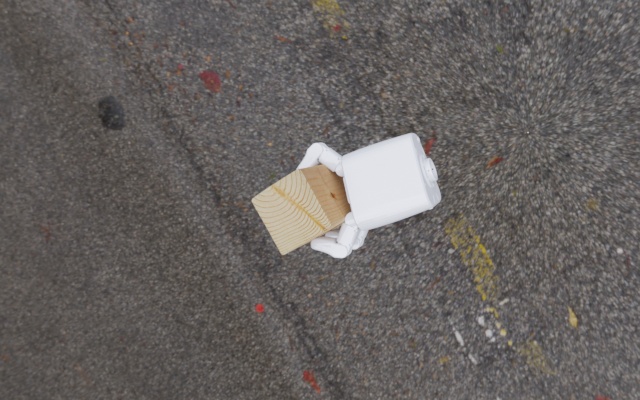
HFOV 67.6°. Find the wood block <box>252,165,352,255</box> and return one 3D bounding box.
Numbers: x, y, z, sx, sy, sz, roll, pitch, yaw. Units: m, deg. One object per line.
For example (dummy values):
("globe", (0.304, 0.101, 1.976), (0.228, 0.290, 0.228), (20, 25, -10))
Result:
("wood block", (0.000, 0.002, 0.727), (0.090, 0.091, 0.206), (-31, -5, 24))
